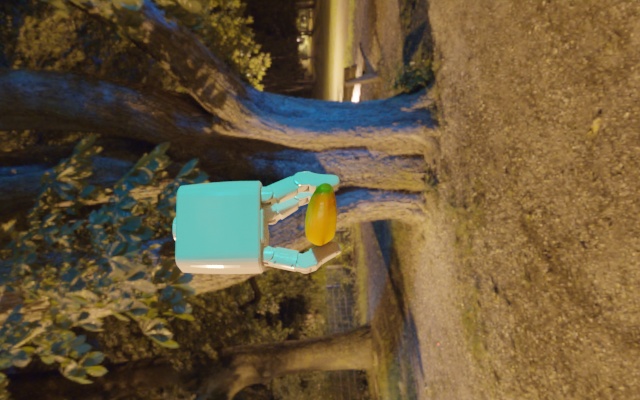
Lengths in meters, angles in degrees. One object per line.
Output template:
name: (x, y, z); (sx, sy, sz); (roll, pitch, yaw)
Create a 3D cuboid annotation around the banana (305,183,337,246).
banana: (0.000, 0.021, 0.578); (0.037, 0.069, 0.198); (1, -2, 0)
